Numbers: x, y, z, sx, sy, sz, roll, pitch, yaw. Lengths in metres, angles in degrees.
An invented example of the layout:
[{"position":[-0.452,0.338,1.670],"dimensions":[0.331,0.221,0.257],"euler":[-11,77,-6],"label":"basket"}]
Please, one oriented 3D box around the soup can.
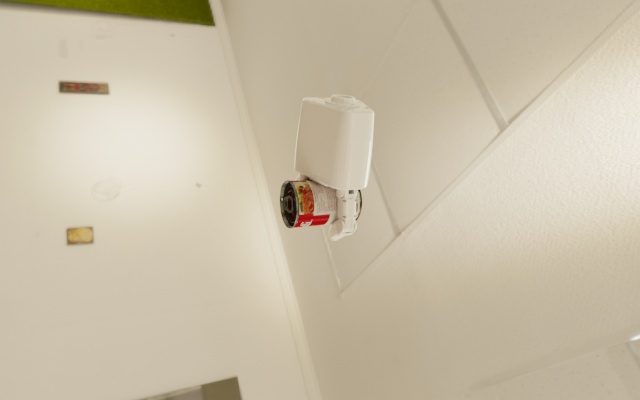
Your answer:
[{"position":[0.000,0.003,0.689],"dimensions":[0.102,0.068,0.068],"euler":[-4,2,-25],"label":"soup can"}]
